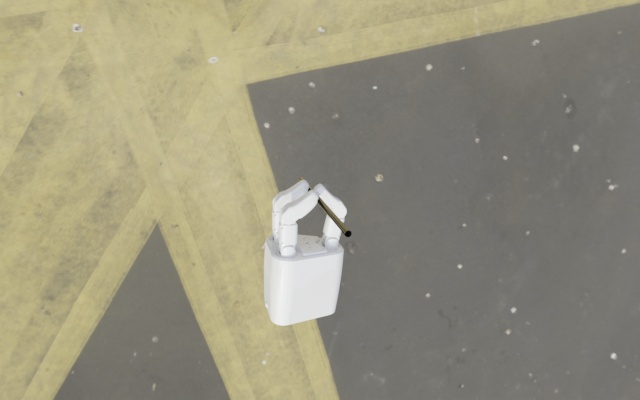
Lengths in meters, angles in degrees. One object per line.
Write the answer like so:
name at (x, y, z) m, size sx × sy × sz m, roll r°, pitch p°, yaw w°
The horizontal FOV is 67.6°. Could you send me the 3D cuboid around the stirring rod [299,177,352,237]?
stirring rod at (0.000, 0.002, 0.642) m, size 0.011 × 0.011 × 0.239 m, roll 0°, pitch 17°, yaw -16°
